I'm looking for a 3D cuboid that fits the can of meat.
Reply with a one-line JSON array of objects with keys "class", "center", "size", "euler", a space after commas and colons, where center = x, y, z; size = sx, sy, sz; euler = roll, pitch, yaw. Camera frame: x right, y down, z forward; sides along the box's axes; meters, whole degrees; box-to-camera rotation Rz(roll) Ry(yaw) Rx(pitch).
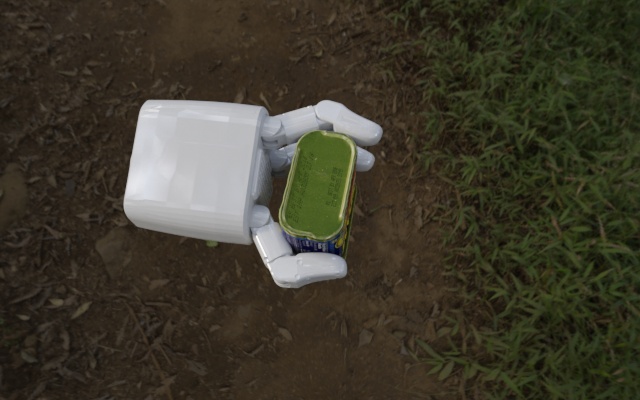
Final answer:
[{"class": "can of meat", "center": [0.000, 0.001, 0.415], "size": [0.057, 0.102, 0.084], "euler": [9, -23, 6]}]
